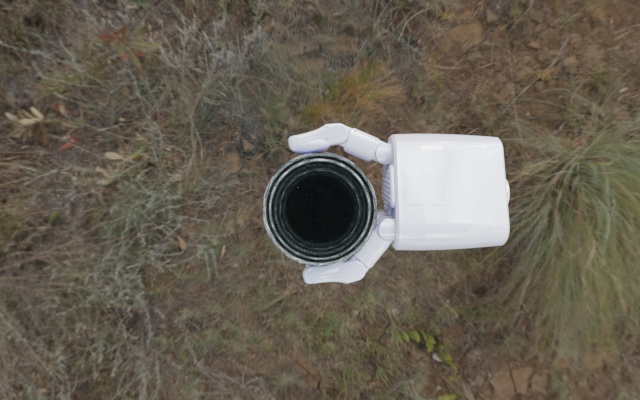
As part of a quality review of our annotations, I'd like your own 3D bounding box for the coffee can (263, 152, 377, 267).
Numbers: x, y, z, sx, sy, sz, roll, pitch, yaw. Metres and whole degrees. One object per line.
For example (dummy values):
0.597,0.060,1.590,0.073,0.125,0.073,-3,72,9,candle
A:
0.000,0.002,0.491,0.103,0.103,0.140,0,6,1,coffee can
